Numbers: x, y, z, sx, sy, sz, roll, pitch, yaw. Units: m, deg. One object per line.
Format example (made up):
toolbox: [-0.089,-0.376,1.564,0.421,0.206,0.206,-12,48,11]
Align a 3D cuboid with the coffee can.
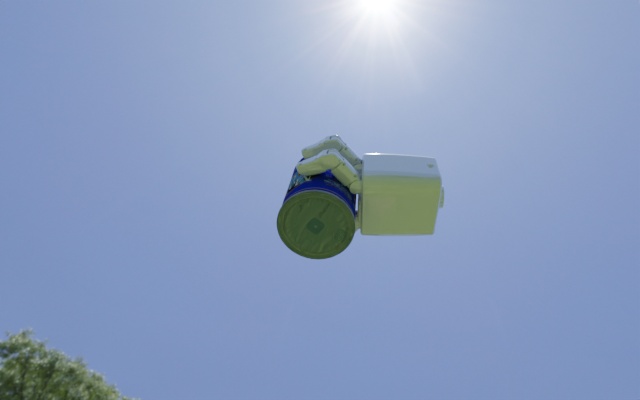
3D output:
coffee can: [0.000,0.002,0.678,0.103,0.103,0.140,0,28,6]
